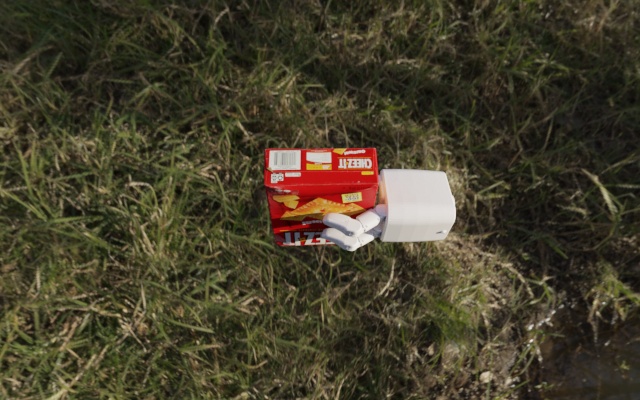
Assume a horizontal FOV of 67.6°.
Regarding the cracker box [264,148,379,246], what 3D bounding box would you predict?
[{"bbox_3d":[0.000,0.002,0.767,0.164,0.072,0.214,-1,-29,-1],"label":"cracker box"}]
